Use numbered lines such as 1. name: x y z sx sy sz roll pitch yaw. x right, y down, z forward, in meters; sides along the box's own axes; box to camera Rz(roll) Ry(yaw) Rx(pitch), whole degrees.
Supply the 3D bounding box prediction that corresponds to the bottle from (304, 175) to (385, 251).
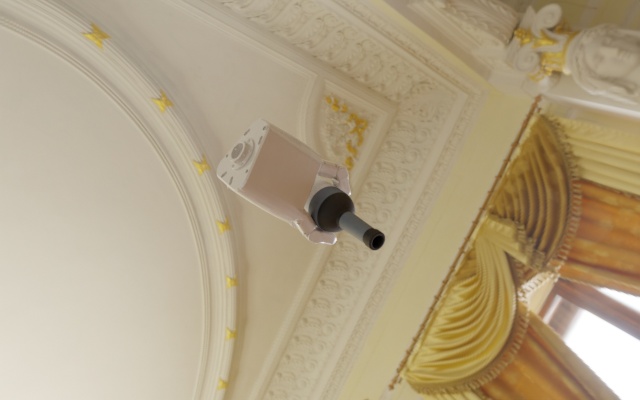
1. bottle: 0.000 0.002 0.753 0.069 0.069 0.295 0 21 -34
